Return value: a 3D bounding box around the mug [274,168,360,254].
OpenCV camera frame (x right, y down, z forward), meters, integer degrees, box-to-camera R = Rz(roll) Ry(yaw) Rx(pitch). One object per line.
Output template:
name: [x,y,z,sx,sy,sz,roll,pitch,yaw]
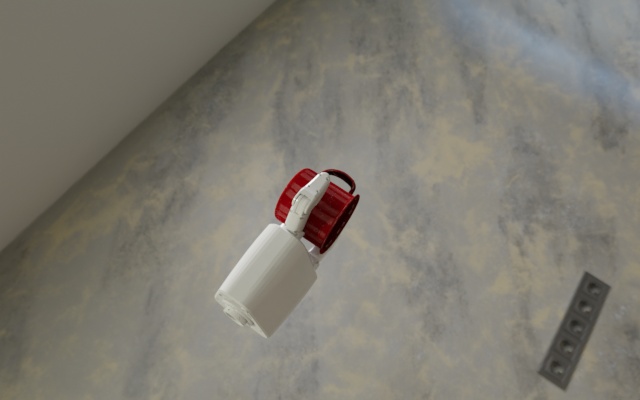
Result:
mug: [0.001,0.001,0.637,0.081,0.117,0.093,33,-26,11]
